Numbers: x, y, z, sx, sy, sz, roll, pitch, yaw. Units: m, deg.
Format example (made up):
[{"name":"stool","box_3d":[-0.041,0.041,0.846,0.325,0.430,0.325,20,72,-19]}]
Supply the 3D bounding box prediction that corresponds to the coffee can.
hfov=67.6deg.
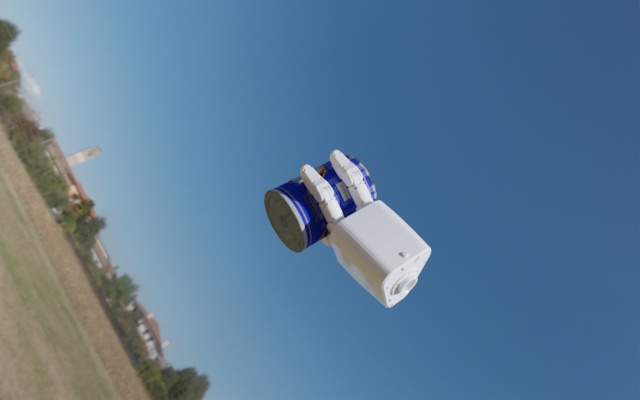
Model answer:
[{"name":"coffee can","box_3d":[0.000,0.002,0.731,0.140,0.103,0.103,-28,13,-26]}]
